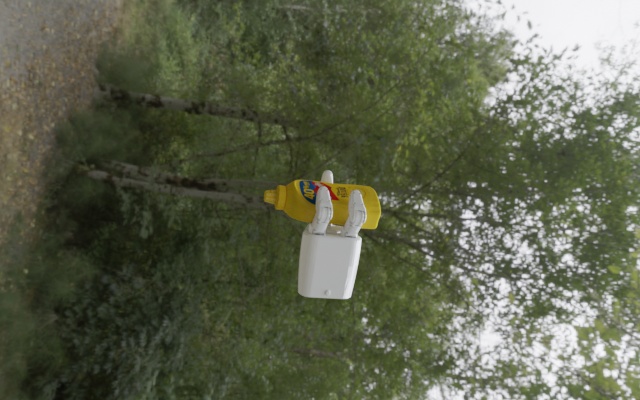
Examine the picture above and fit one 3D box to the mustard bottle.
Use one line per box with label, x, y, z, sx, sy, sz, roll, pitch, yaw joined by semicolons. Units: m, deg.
mustard bottle;0.000;0.002;0.812;0.191;0.058;0.096;6;33;-13
